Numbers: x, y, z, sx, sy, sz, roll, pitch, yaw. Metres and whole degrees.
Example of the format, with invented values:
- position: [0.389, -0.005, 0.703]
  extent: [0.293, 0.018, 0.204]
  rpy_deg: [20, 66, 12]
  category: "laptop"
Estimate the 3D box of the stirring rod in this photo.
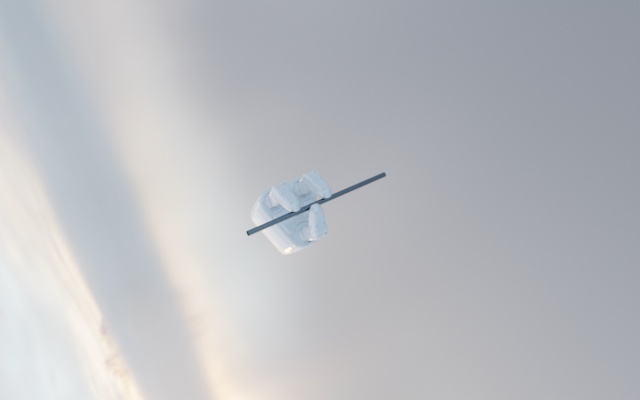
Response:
- position: [0.000, 0.002, 0.711]
  extent: [0.239, 0.011, 0.011]
  rpy_deg: [-23, 9, -23]
  category: "stirring rod"
